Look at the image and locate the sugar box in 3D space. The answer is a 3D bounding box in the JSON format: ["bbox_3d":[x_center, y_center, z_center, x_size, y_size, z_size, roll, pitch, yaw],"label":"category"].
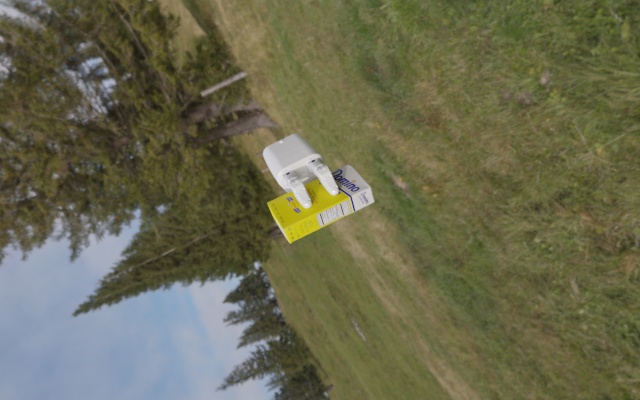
[{"bbox_3d":[0.000,0.002,0.881,0.176,0.048,0.093,-28,41,-8],"label":"sugar box"}]
